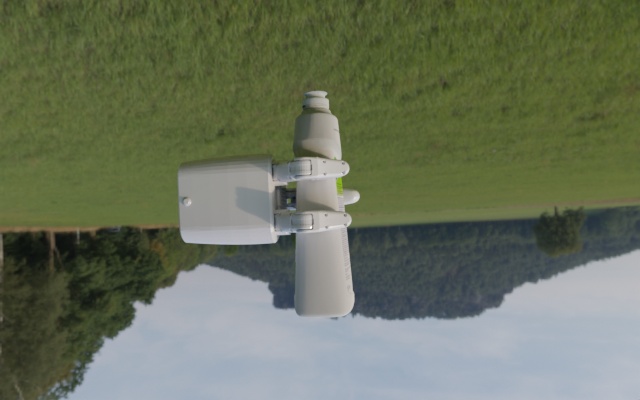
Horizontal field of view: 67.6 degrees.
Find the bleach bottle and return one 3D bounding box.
[{"bbox_3d":[0.000,0.002,0.558,0.068,0.251,0.102,-3,-1,5],"label":"bleach bottle"}]
